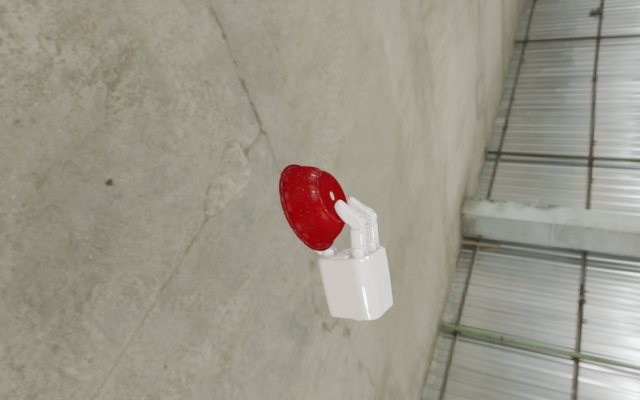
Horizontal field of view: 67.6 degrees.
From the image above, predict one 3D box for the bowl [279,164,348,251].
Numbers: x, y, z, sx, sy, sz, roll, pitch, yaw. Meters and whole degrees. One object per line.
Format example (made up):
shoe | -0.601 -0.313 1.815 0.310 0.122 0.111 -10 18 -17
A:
bowl | 0.000 0.001 0.818 0.055 0.162 0.162 -24 -12 28
